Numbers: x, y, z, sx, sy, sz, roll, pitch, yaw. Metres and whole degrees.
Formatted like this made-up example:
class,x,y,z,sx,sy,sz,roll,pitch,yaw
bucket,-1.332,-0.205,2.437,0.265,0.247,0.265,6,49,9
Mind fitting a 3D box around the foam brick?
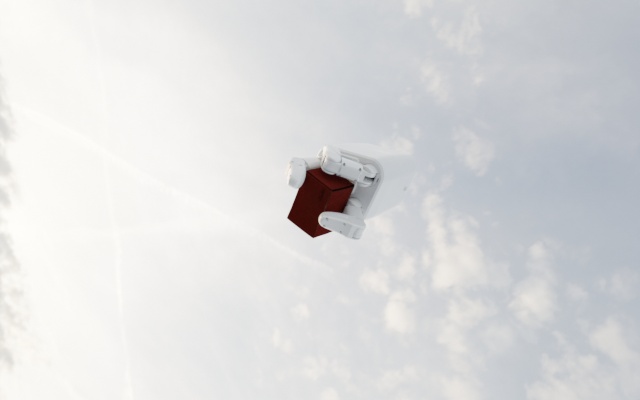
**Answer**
class,x,y,z,sx,sy,sz,roll,pitch,yaw
foam brick,0.000,0.002,0.642,0.053,0.078,0.051,38,31,26
